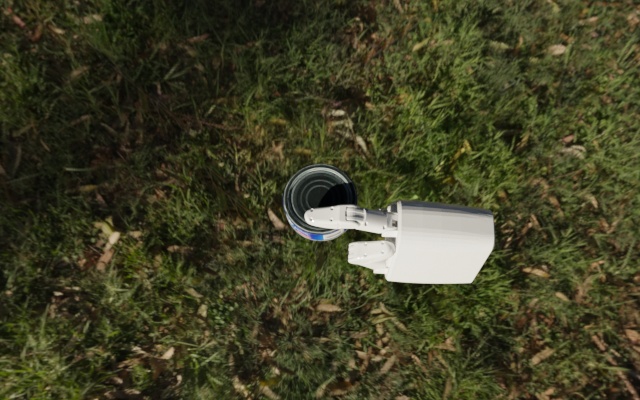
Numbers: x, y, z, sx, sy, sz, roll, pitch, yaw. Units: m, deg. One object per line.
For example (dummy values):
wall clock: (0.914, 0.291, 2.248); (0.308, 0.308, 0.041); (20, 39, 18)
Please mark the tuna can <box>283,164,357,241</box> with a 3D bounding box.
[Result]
tuna can: (0.000, 0.002, 0.552); (0.086, 0.086, 0.034); (0, -17, 2)
